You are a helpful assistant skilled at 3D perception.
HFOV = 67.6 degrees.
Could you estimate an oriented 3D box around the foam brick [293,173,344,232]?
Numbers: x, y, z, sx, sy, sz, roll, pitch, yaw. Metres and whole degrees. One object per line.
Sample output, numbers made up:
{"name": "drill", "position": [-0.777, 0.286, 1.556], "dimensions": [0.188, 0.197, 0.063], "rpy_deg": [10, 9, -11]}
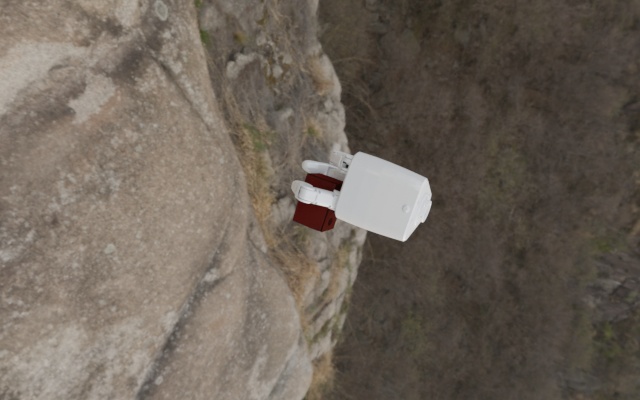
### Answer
{"name": "foam brick", "position": [0.000, 0.003, 0.720], "dimensions": [0.051, 0.078, 0.053], "rpy_deg": [22, 11, 19]}
